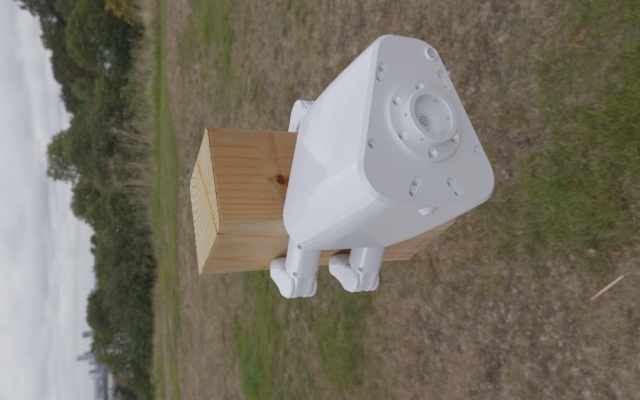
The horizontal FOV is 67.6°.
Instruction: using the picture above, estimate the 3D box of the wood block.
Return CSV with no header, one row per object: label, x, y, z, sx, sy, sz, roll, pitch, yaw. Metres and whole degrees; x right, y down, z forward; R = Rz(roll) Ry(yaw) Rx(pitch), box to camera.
wood block,0.000,0.001,0.421,0.206,0.090,0.090,0,-30,-25
